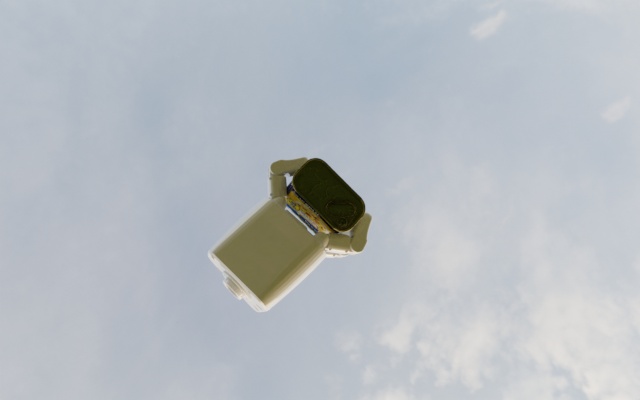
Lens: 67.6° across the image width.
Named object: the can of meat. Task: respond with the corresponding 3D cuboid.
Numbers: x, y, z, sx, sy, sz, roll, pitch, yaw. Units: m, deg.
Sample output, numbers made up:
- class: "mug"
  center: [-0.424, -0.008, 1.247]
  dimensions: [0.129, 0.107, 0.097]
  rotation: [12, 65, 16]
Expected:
- class: "can of meat"
  center: [0.000, 0.002, 0.645]
  dimensions: [0.057, 0.102, 0.084]
  rotation: [-46, 2, -22]
